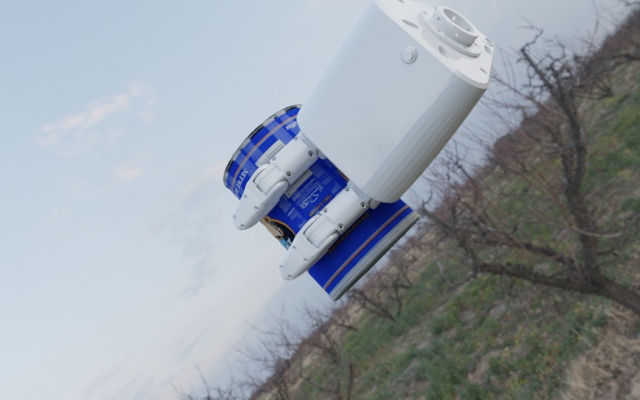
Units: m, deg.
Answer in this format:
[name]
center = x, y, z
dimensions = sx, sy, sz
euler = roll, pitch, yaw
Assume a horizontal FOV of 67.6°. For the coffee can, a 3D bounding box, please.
[coffee can]
center = 0.000, 0.002, 0.416
dimensions = 0.140, 0.103, 0.103
euler = 45, 11, 11
